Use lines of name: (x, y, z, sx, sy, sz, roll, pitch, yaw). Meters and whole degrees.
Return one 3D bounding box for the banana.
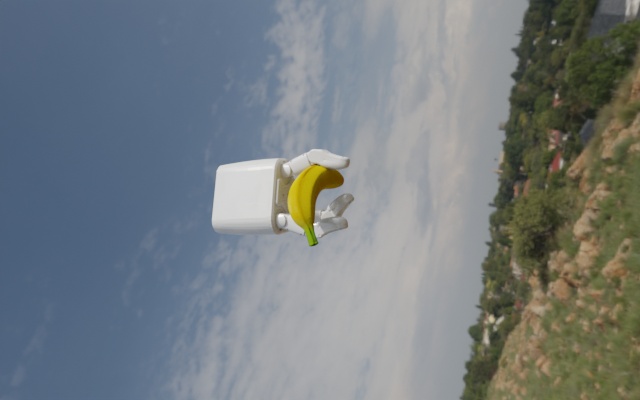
banana: (-0.007, -0.012, 0.662, 0.037, 0.070, 0.197, -14, 22, 22)
